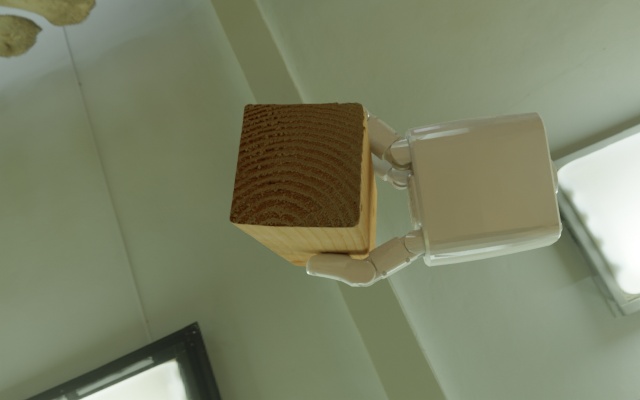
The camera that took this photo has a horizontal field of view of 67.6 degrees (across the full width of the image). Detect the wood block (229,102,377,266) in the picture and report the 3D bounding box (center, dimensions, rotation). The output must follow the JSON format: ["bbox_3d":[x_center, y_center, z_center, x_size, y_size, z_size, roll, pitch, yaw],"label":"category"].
[{"bbox_3d":[0.000,0.002,0.422,0.090,0.090,0.206,1,-16,10],"label":"wood block"}]
